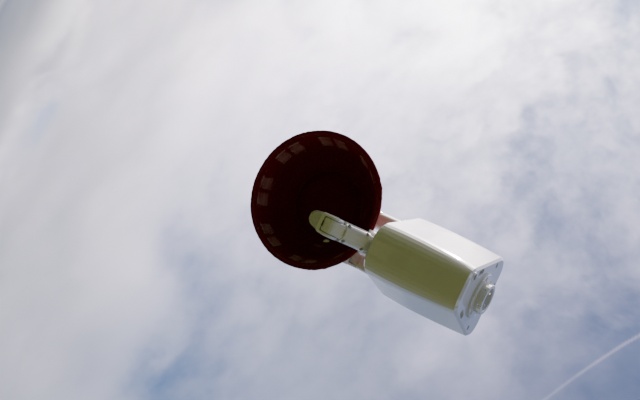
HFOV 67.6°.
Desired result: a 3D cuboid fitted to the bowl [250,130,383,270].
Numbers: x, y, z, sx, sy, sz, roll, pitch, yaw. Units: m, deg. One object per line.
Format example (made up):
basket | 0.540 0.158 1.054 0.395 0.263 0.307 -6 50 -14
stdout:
bowl | -0.001 0.001 0.568 0.162 0.162 0.055 0 -9 21
